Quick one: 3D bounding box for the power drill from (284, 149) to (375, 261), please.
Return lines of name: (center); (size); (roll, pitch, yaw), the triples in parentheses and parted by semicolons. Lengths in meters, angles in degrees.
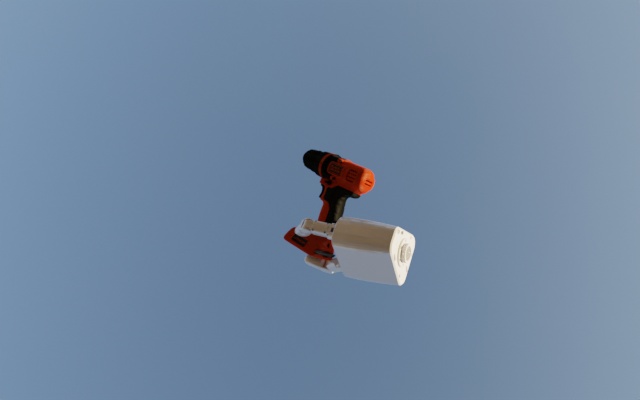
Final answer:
power drill: (0.000, 0.003, 0.891); (0.057, 0.187, 0.184); (19, 6, -41)
